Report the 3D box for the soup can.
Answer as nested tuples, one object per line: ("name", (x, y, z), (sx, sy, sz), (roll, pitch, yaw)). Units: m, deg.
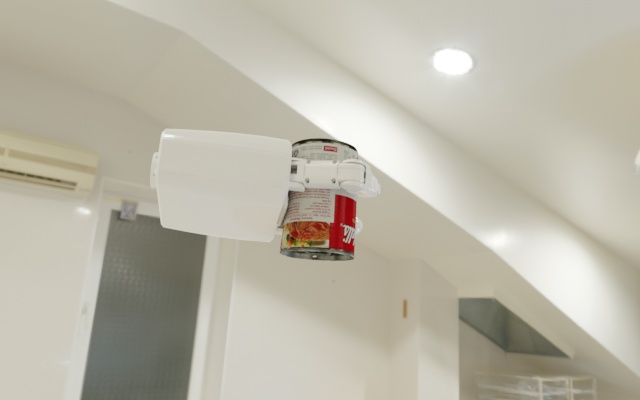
("soup can", (0.001, 0.001, 0.444), (0.068, 0.102, 0.068), (3, -13, 1))
